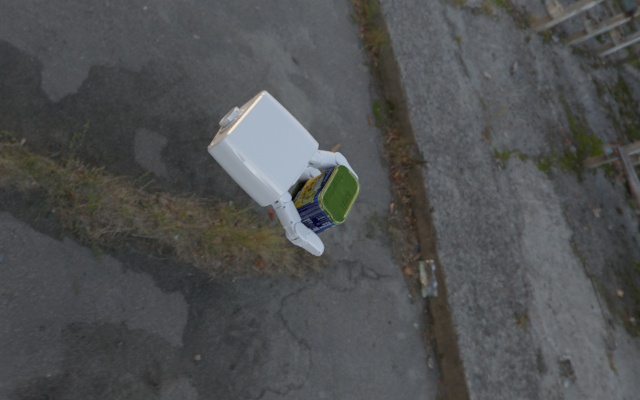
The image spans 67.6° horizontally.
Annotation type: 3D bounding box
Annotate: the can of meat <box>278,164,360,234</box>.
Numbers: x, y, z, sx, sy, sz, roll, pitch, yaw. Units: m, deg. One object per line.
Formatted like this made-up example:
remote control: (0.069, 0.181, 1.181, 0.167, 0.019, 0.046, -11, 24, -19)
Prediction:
can of meat: (0.000, 0.002, 0.675, 0.084, 0.057, 0.102, -25, 24, 40)
